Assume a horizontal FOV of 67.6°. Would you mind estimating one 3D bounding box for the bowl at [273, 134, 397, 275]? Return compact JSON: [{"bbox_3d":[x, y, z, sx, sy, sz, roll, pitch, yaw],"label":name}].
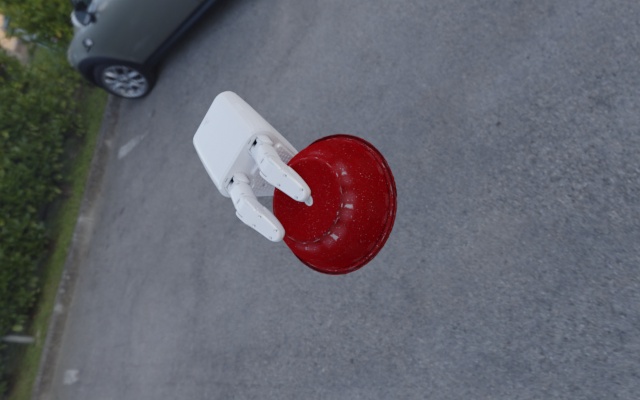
[{"bbox_3d":[0.001,0.002,0.524,0.162,0.162,0.055,0,-5,36],"label":"bowl"}]
